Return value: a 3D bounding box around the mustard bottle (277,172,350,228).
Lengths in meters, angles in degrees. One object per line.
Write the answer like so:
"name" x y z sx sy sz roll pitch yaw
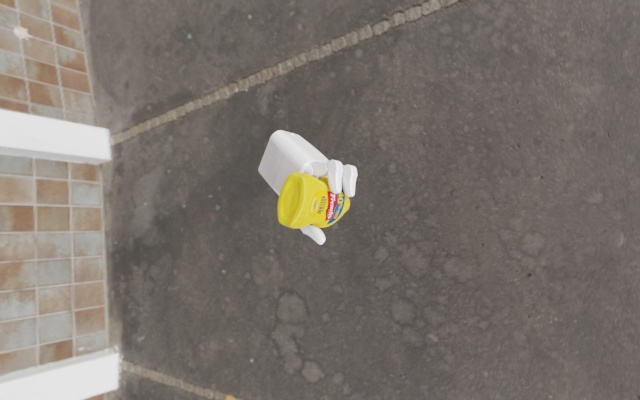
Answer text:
"mustard bottle" 0.000 0.003 0.894 0.058 0.096 0.191 18 7 32
